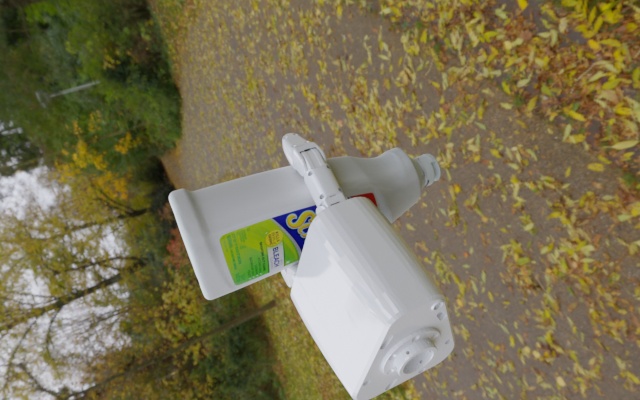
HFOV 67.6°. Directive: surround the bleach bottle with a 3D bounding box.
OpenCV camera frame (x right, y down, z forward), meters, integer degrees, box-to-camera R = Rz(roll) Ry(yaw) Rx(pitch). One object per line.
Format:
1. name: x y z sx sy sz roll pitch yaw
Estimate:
1. bleach bottle: 0.000 0.002 0.440 0.251 0.103 0.068 -20 45 -17
